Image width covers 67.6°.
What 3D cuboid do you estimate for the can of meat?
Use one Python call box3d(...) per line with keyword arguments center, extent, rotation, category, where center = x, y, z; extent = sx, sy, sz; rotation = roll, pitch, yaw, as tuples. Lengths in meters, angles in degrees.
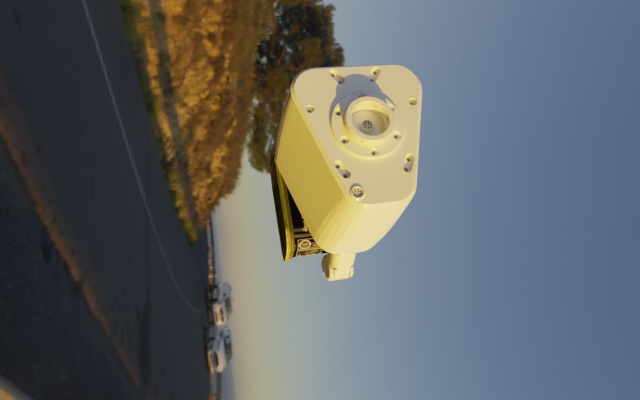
box3d(center=(0.000, 0.002, 0.459), extent=(0.084, 0.102, 0.057), rotation=(-7, -23, -11), category="can of meat")
